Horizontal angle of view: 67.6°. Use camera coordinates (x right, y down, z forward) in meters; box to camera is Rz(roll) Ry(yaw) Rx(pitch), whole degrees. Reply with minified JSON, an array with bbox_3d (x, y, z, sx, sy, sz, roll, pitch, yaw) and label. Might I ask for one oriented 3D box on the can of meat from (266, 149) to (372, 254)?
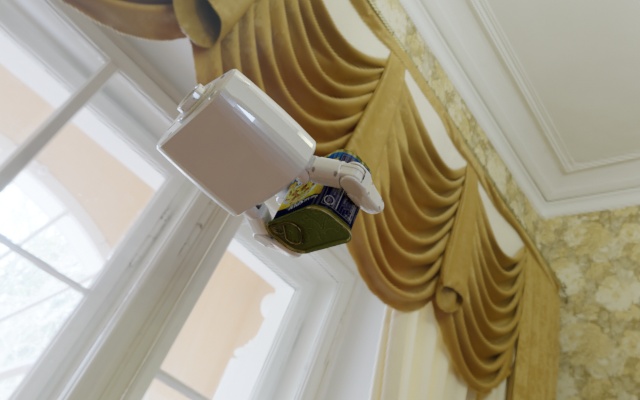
[{"bbox_3d":[0.000,0.001,0.507,0.057,0.084,0.102,40,-36,-23],"label":"can of meat"}]
